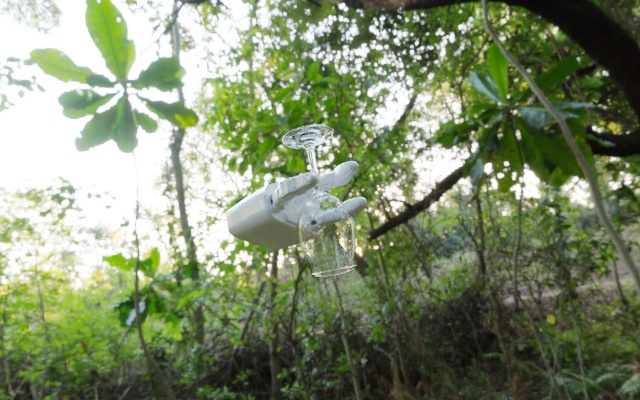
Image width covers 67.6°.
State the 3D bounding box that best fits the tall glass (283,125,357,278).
[{"bbox_3d":[0.000,0.001,0.662,0.079,0.201,0.079,-11,-15,-3],"label":"tall glass"}]
